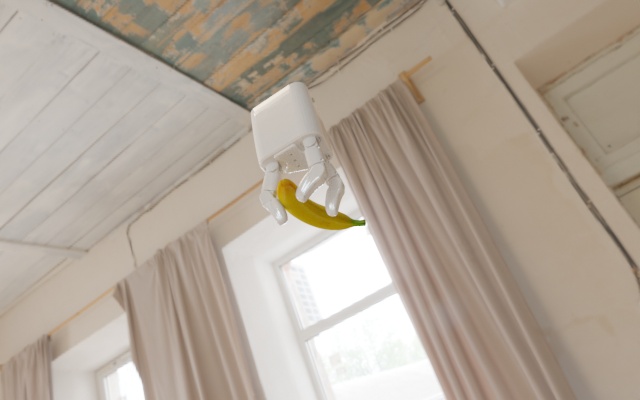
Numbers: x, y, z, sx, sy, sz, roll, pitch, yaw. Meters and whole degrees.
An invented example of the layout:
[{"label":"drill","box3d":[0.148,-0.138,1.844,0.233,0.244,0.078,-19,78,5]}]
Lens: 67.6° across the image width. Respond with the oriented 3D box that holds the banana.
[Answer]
[{"label":"banana","box3d":[-0.012,0.011,0.751,0.070,0.037,0.198,-28,-34,32]}]
